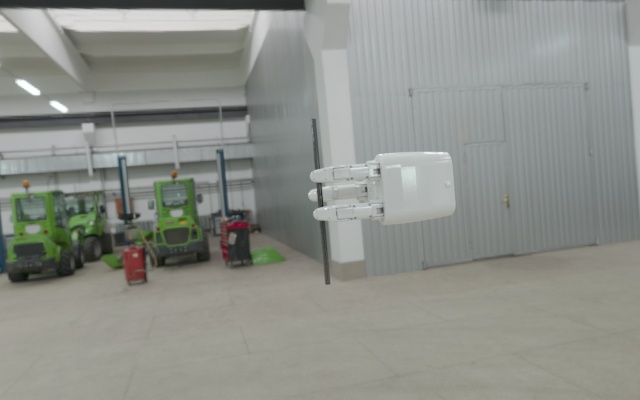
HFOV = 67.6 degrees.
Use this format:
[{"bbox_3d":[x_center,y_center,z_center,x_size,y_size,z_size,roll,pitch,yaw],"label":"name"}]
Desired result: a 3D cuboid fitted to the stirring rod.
[{"bbox_3d":[0.000,0.002,0.692,0.011,0.239,0.011,-5,2,0],"label":"stirring rod"}]
